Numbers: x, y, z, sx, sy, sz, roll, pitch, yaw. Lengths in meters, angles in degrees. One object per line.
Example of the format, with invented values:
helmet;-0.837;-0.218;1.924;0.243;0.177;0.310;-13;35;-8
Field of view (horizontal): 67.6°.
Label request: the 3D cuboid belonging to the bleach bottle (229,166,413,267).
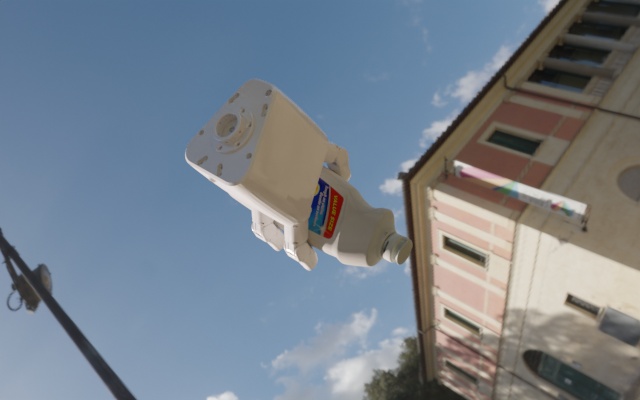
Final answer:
bleach bottle;0.000;0.002;0.571;0.250;0.102;0.068;26;-7;34
